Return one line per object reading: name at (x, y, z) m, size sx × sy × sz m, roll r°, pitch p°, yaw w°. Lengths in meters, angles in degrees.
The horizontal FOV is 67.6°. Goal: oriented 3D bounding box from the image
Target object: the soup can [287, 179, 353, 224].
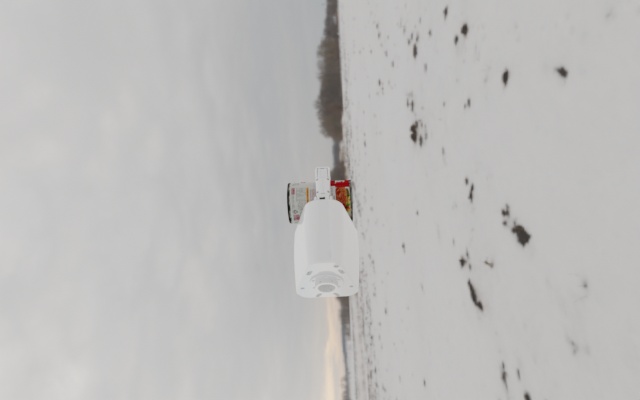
soup can at (0.000, 0.002, 0.768) m, size 0.102 × 0.068 × 0.068 m, roll -3°, pitch 0°, yaw 2°
